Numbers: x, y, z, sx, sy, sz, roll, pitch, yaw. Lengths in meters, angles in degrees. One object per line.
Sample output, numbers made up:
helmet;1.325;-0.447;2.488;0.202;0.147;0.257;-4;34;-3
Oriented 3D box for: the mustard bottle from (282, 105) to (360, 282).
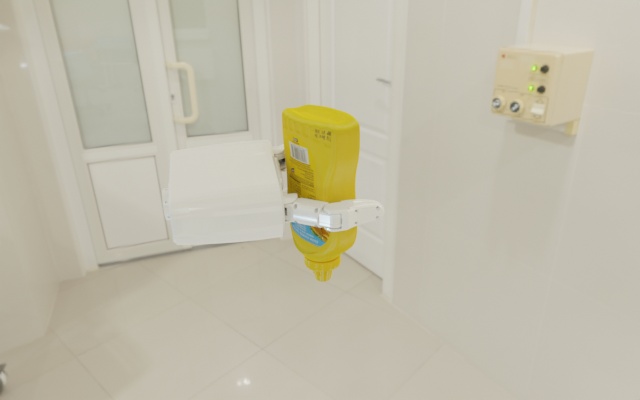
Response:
mustard bottle;0.000;0.001;0.505;0.058;0.192;0.096;-18;29;-32
